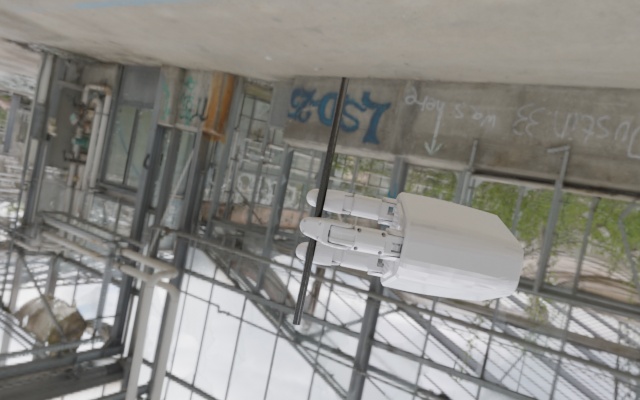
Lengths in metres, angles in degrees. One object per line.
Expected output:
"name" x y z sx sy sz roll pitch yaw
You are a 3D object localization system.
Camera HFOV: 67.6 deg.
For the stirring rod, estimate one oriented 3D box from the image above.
"stirring rod" 0.000 0.001 0.458 0.011 0.239 0.011 11 2 0
